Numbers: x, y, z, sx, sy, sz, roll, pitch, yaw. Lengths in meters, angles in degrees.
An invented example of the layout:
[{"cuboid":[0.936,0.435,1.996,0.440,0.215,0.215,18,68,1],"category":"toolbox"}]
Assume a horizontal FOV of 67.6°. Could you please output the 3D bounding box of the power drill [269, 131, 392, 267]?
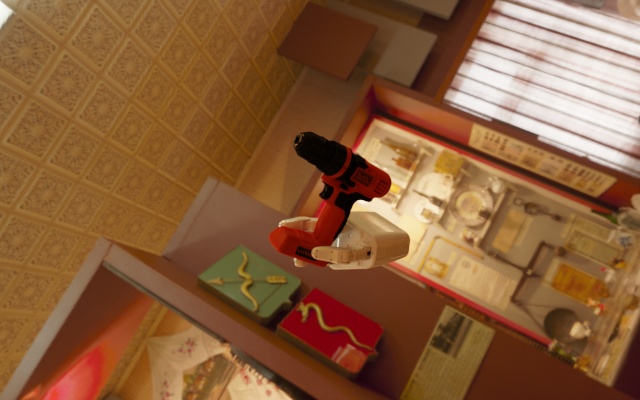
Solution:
[{"cuboid":[0.000,0.003,0.733,0.184,0.188,0.057,25,15,-32],"category":"power drill"}]
